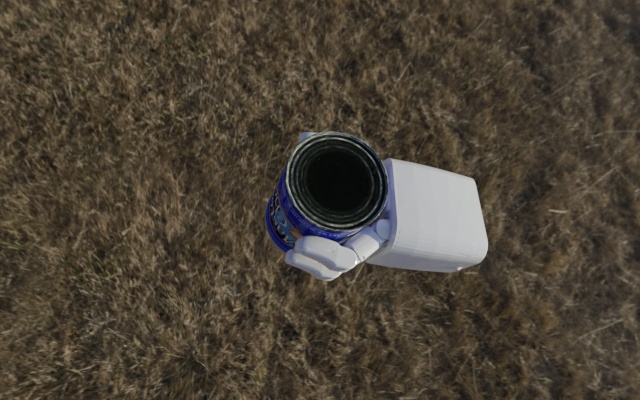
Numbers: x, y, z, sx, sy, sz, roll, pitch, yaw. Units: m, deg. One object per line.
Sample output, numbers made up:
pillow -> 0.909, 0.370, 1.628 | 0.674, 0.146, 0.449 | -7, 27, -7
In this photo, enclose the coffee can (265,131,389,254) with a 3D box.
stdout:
coffee can -> 0.000, 0.002, 0.515 | 0.103, 0.102, 0.140 | 0, -18, -15
